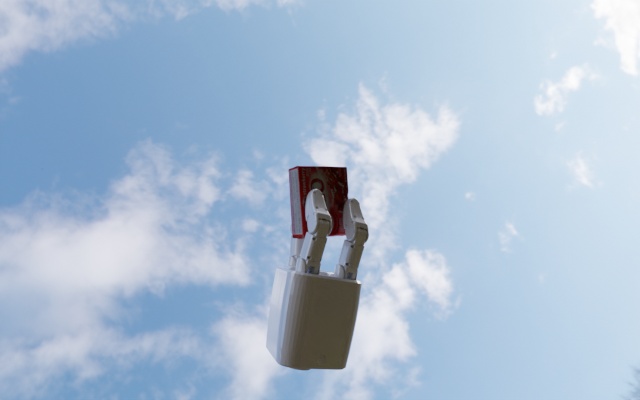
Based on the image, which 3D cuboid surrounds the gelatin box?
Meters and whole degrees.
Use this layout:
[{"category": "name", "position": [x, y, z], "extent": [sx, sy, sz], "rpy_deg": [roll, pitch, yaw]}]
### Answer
[{"category": "gelatin box", "position": [0.000, 0.002, 0.600], "extent": [0.073, 0.089, 0.030], "rpy_deg": [-2, -5, -32]}]
